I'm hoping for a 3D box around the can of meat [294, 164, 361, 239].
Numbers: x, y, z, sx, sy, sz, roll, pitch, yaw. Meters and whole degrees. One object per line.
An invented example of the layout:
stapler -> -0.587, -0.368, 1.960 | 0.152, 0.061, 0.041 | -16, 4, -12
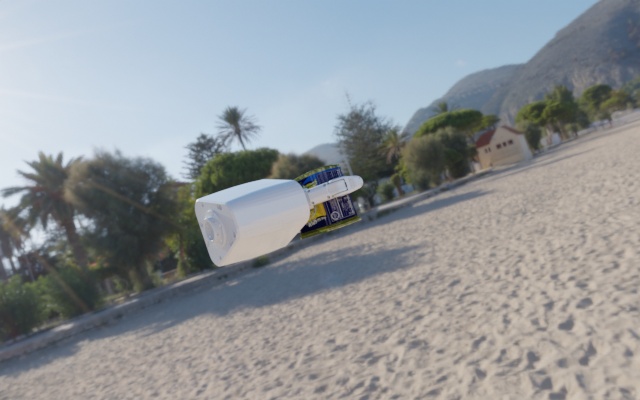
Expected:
can of meat -> 0.000, 0.002, 0.671 | 0.057, 0.084, 0.102 | -18, -2, -34
